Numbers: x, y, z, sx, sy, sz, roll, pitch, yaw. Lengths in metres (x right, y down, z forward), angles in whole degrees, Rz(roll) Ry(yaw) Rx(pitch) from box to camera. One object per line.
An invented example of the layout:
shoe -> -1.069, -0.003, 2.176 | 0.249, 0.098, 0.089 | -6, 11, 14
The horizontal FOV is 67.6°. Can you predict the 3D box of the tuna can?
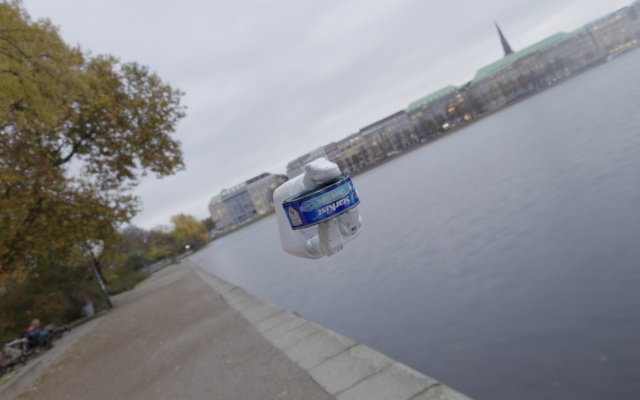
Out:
tuna can -> 0.000, 0.001, 0.547 | 0.086, 0.034, 0.086 | -22, 6, 3
